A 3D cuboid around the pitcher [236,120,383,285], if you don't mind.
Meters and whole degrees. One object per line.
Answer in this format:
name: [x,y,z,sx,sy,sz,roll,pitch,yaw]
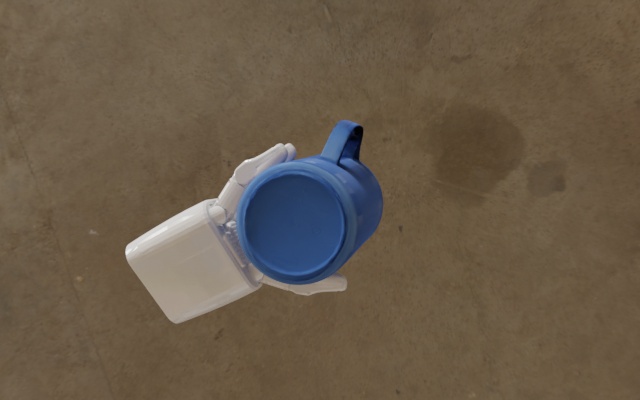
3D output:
pitcher: [0.000,0.002,0.519,0.145,0.149,0.243,-24,0,10]
